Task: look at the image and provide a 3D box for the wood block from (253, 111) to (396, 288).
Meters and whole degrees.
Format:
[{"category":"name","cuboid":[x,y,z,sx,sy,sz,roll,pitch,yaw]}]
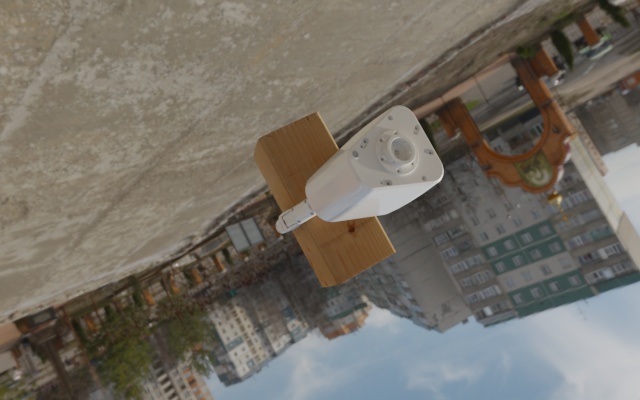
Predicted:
[{"category":"wood block","cuboid":[0.000,0.002,0.635,0.091,0.206,0.090,-27,-5,-16]}]
